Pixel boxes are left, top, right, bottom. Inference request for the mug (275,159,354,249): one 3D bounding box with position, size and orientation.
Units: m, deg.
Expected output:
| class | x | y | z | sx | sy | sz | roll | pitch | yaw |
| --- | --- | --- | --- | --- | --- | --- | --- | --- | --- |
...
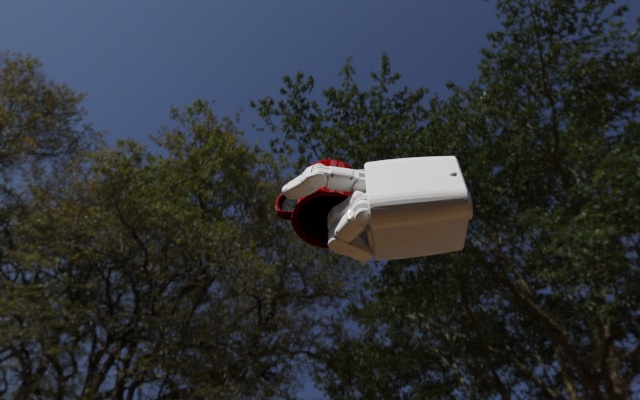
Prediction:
| class | x | y | z | sx | sy | sz | roll | pitch | yaw |
| --- | --- | --- | --- | --- | --- | --- | --- | --- | --- |
| mug | -0.001 | 0.002 | 0.617 | 0.117 | 0.093 | 0.081 | -5 | 39 | 7 |
